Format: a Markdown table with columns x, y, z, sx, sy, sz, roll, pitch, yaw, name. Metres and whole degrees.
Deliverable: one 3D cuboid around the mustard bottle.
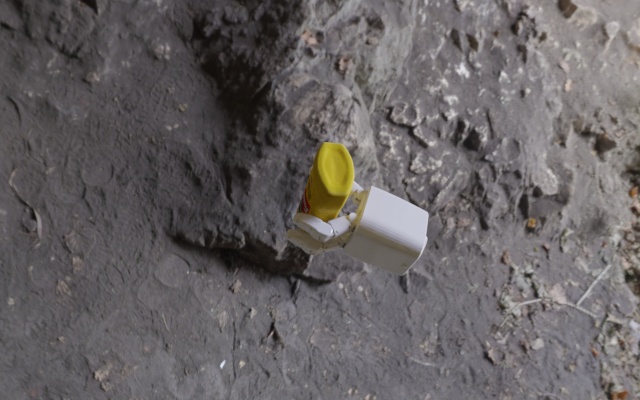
| x | y | z | sx | sy | sz | roll | pitch | yaw | name |
| --- | --- | --- | --- | --- | --- | --- | --- | --- | --- |
| 0.000 | 0.002 | 0.748 | 0.058 | 0.096 | 0.192 | 3 | -33 | -14 | mustard bottle |
